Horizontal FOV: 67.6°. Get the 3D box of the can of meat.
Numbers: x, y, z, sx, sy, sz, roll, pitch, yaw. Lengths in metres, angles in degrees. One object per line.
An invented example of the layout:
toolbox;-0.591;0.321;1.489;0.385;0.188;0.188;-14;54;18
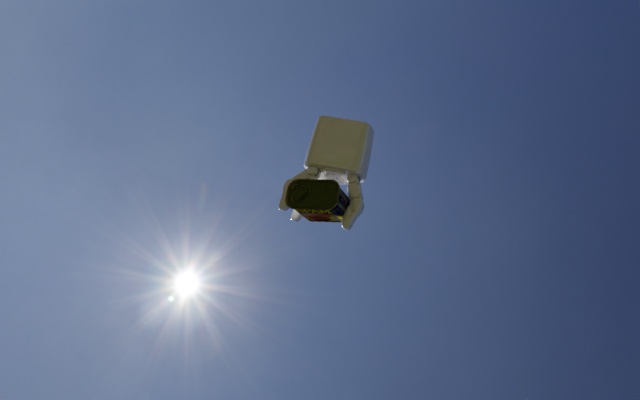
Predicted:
can of meat;0.000;0.003;0.874;0.102;0.057;0.084;2;-19;24
